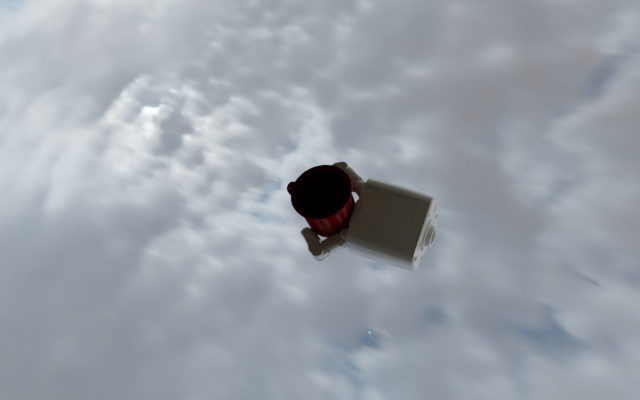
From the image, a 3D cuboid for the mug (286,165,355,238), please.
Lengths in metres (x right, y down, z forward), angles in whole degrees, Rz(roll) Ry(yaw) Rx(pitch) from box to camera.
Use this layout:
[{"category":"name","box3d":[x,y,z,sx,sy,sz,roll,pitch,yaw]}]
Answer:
[{"category":"mug","box3d":[-0.001,0.002,0.733,0.117,0.093,0.081,18,-22,25]}]
